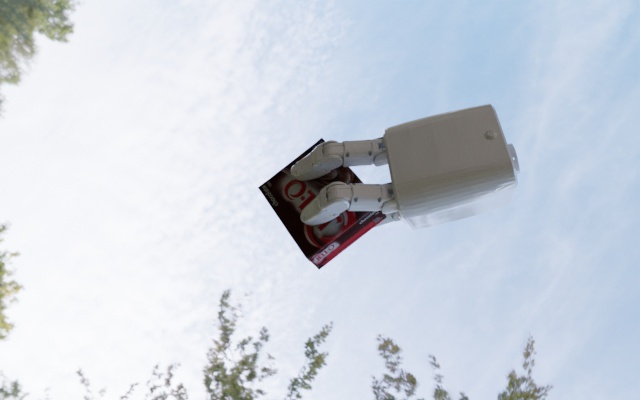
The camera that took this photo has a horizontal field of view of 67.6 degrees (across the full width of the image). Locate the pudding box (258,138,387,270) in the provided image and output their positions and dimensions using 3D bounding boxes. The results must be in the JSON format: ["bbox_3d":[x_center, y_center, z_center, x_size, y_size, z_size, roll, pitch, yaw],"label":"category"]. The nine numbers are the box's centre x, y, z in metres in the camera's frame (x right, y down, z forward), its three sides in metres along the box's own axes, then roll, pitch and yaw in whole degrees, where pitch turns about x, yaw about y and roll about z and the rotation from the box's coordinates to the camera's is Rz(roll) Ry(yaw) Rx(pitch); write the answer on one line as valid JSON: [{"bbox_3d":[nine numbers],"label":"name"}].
[{"bbox_3d":[0.000,0.002,0.500,0.090,0.113,0.039,-38,-36,-1],"label":"pudding box"}]
